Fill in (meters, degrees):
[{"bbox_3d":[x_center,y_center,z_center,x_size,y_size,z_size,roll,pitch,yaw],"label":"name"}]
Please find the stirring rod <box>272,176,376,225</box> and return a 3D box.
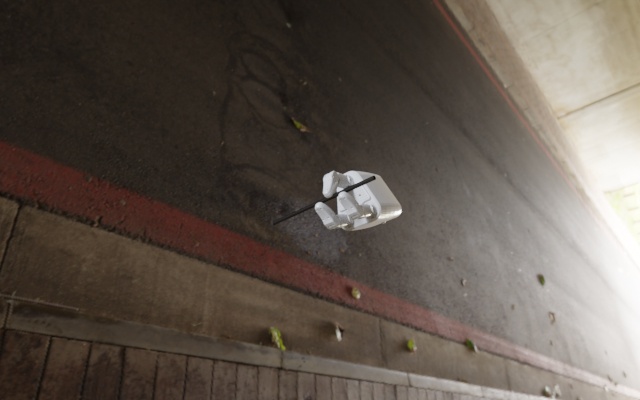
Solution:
[{"bbox_3d":[0.000,0.003,0.883,0.239,0.011,0.011,-25,-14,32],"label":"stirring rod"}]
